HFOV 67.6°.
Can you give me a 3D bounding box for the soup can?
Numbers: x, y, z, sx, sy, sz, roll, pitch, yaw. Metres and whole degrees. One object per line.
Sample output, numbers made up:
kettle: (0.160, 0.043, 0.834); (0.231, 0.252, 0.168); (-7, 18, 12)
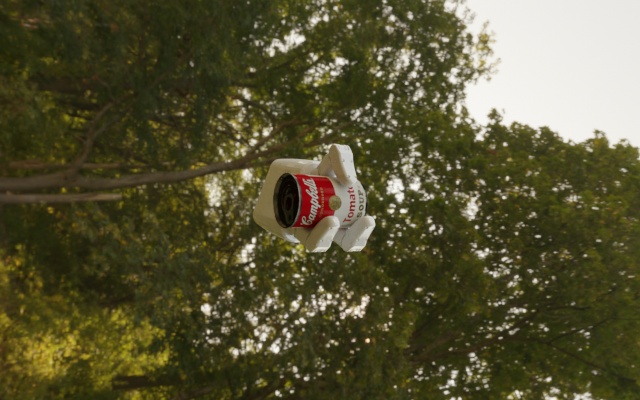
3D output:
soup can: (0.001, 0.002, 0.604); (0.102, 0.068, 0.068); (2, -1, -32)
